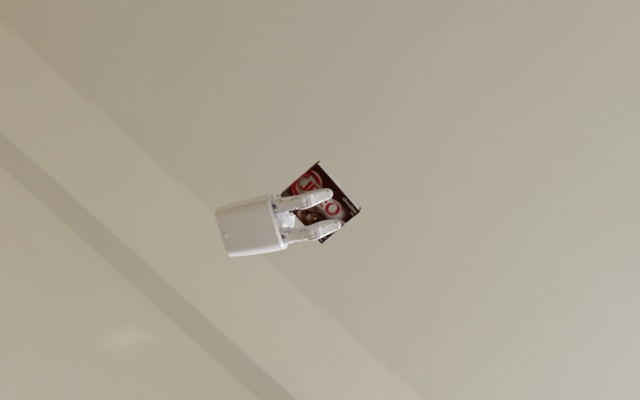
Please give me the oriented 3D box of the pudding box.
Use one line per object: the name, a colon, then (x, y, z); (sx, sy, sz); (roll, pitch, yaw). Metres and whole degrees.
pudding box: (0.000, 0.003, 0.815); (0.090, 0.113, 0.039); (-41, 5, 16)
